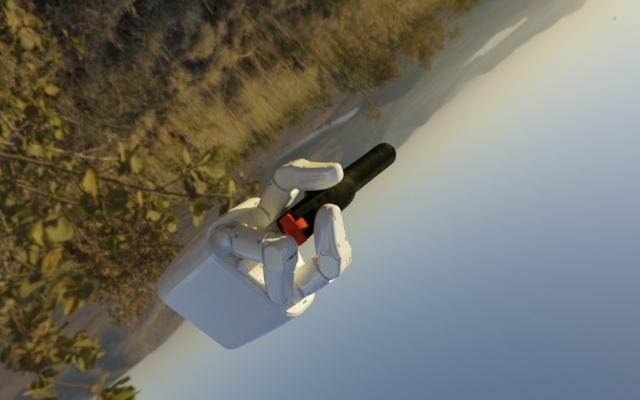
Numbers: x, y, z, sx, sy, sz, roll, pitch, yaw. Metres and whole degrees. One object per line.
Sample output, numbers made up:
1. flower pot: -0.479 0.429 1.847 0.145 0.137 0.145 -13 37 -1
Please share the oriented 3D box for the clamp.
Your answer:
1. clamp: 0.000 0.002 0.463 0.120 0.039 0.171 -40 -2 37
